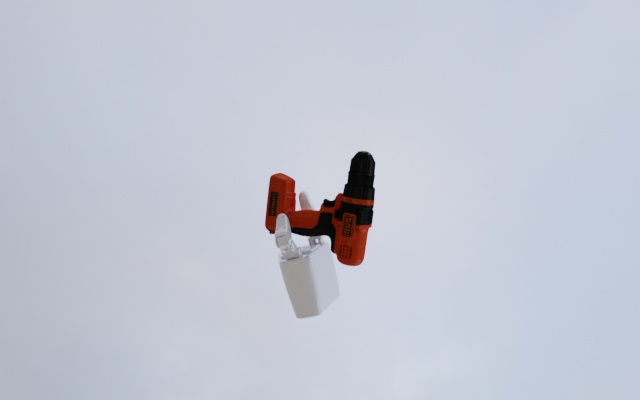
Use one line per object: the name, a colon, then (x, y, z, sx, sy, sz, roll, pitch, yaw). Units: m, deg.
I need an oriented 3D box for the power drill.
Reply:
power drill: (0.000, 0.003, 0.792, 0.187, 0.184, 0.057, 11, 6, 31)
